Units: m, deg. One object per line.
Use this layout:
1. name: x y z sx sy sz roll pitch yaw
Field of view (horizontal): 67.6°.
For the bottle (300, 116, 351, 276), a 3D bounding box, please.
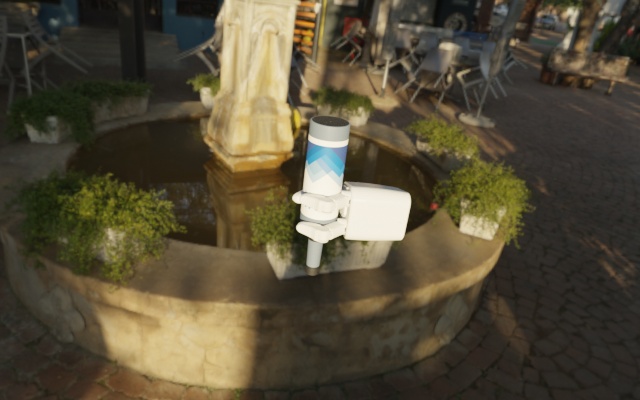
1. bottle: 0.000 0.003 0.844 0.069 0.296 0.069 6 25 -3
